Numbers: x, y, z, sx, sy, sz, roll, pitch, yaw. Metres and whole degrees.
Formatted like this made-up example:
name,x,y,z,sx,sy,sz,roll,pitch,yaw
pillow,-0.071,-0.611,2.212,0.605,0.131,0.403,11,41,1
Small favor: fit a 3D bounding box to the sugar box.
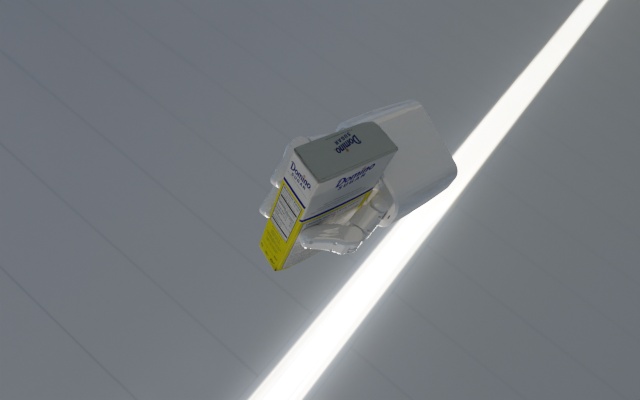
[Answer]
name,x,y,z,sx,sy,sz,roll,pitch,yaw
sugar box,0.000,0.001,0.475,0.093,0.048,0.176,-24,-24,-31
